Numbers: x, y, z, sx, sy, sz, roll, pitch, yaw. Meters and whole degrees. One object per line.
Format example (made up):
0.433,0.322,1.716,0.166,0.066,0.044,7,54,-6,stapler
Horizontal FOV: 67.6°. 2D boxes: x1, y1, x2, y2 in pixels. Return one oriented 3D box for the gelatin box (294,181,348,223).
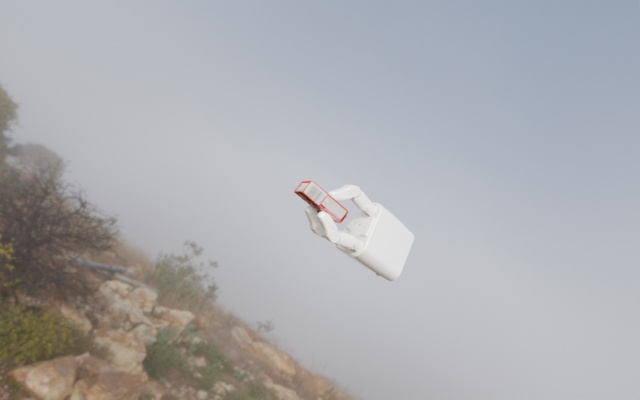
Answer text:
0.000,0.002,0.853,0.089,0.030,0.073,40,-8,-13,gelatin box
